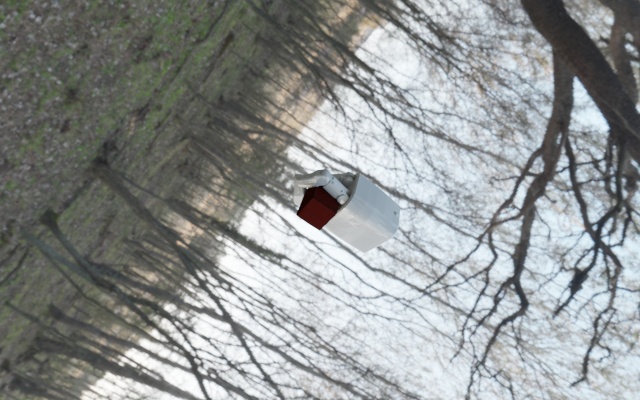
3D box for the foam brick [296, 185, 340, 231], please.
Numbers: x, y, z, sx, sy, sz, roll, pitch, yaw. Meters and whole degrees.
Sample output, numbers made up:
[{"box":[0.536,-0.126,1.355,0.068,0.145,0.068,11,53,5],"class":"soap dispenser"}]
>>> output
[{"box":[0.000,0.003,0.828,0.051,0.053,0.078,36,35,-12],"class":"foam brick"}]
